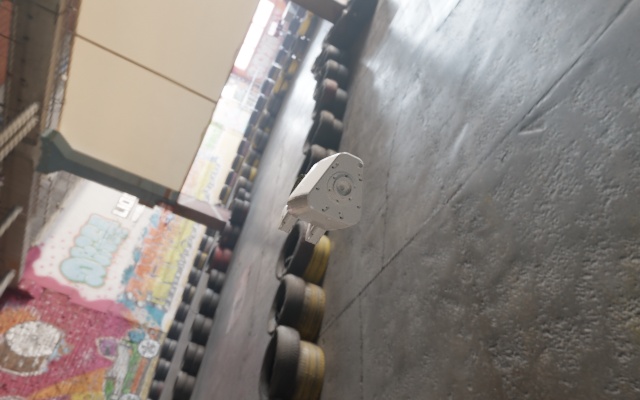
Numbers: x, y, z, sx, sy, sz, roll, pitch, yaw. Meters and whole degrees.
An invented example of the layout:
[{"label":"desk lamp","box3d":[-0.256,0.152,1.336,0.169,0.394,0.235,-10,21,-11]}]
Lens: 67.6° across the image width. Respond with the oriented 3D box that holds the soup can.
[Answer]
[{"label":"soup can","box3d":[0.000,0.003,0.853,0.102,0.068,0.068,24,-7,-15]}]
